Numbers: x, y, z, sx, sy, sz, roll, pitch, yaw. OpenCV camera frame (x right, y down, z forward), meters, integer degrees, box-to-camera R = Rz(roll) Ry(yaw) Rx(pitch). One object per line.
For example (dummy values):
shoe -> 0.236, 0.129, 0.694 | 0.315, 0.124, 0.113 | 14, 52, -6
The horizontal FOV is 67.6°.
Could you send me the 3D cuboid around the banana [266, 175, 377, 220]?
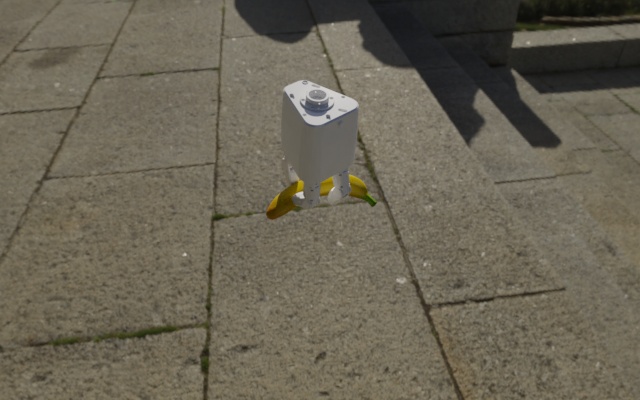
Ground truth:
banana -> -0.002, -0.013, 0.822 | 0.198, 0.069, 0.037 | -8, -35, -15
